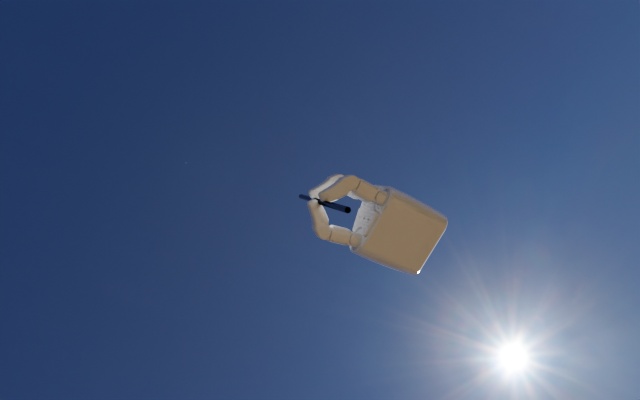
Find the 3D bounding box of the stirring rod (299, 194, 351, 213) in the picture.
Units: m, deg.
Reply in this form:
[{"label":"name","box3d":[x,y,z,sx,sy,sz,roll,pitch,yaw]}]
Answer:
[{"label":"stirring rod","box3d":[0.000,0.002,0.684,0.011,0.011,0.239,0,4,-16]}]
